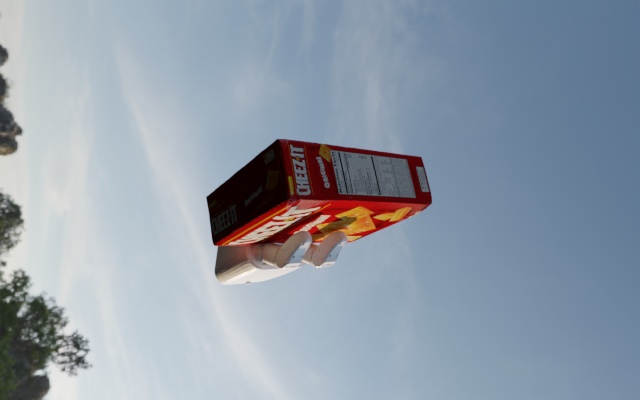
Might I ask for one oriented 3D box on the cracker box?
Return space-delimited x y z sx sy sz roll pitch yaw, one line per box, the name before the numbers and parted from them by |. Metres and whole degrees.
cracker box | 0.000 0.002 0.565 0.214 0.072 0.164 2 -21 -39
